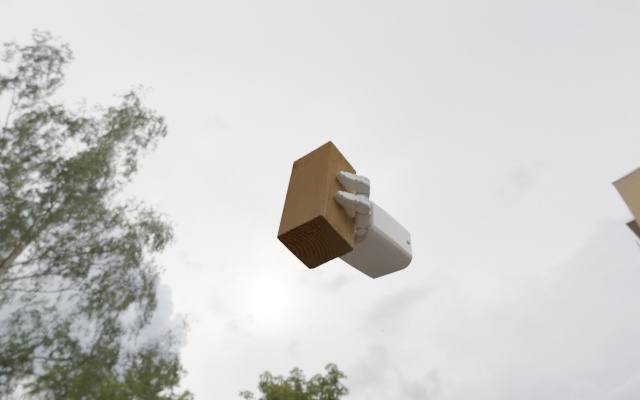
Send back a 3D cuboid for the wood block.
[{"bbox_3d":[0.000,0.003,0.818,0.091,0.090,0.206,-28,31,25],"label":"wood block"}]
